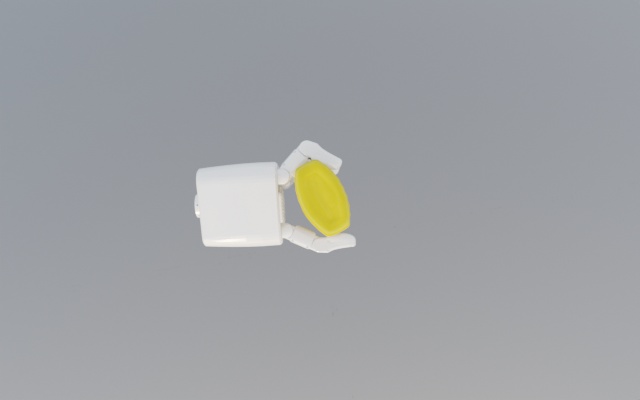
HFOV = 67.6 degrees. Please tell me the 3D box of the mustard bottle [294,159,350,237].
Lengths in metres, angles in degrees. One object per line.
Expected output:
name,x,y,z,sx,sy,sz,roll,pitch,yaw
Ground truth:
mustard bottle,0.000,0.002,0.676,0.058,0.096,0.191,-28,-3,-3
